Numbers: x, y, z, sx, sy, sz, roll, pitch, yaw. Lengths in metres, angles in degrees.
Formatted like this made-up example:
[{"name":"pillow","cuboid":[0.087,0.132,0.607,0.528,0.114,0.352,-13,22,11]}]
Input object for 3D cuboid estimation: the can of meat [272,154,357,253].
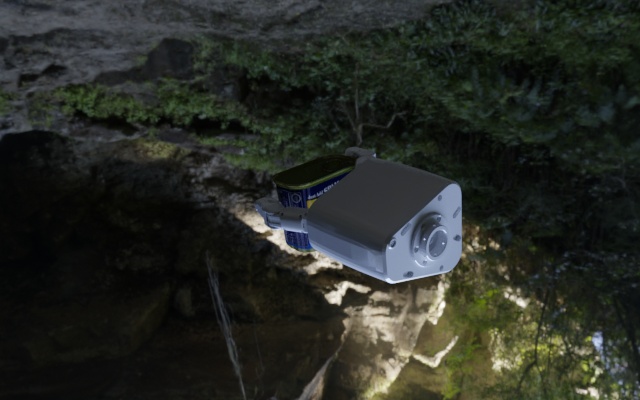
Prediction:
[{"name":"can of meat","cuboid":[0.000,0.002,0.552,0.102,0.084,0.057,-24,27,-36]}]
